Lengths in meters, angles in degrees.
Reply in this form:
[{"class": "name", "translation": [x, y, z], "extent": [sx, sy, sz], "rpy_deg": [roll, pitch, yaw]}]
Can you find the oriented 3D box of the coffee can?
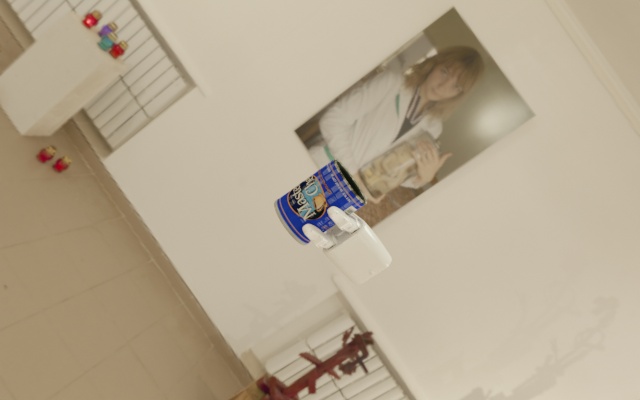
[{"class": "coffee can", "translation": [0.000, 0.003, 0.885], "extent": [0.140, 0.103, 0.103], "rpy_deg": [-35, -8, 12]}]
